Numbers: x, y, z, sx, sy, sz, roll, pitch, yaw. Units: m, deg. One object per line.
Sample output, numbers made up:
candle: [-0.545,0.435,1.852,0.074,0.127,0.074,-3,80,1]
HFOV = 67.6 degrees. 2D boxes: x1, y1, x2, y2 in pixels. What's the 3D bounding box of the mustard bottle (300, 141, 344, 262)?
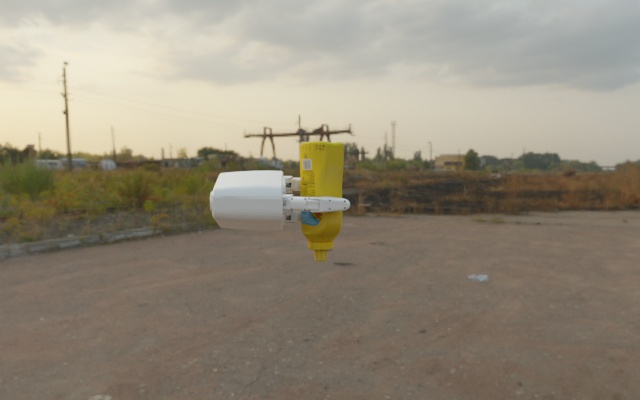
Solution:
mustard bottle: [0.000,0.002,0.770,0.058,0.191,0.096,-2,4,-29]
